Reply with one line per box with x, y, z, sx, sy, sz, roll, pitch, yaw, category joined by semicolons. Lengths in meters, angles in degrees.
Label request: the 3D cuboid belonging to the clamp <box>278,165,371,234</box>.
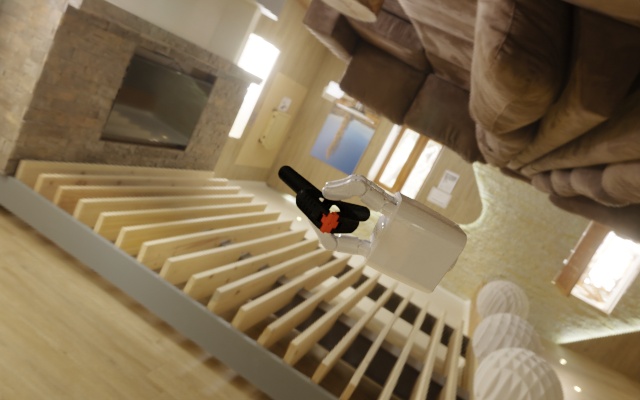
0.000;0.003;0.688;0.164;0.036;0.210;28;10;0;clamp
